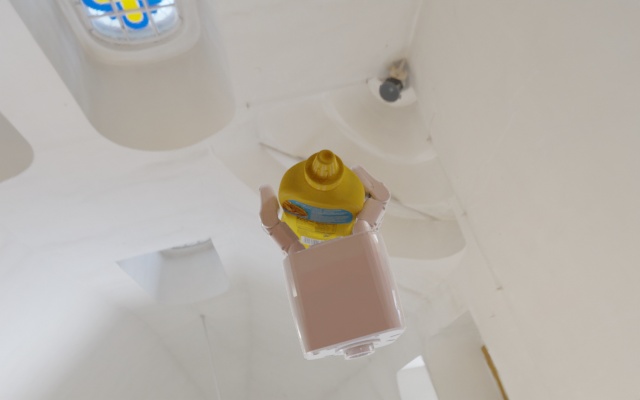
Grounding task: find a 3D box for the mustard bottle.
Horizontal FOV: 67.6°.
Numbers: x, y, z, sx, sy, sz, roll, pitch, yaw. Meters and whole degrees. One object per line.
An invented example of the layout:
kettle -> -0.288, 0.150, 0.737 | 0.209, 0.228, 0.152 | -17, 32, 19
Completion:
mustard bottle -> 0.000, 0.002, 0.547 | 0.096, 0.058, 0.192 | 12, -27, 3
